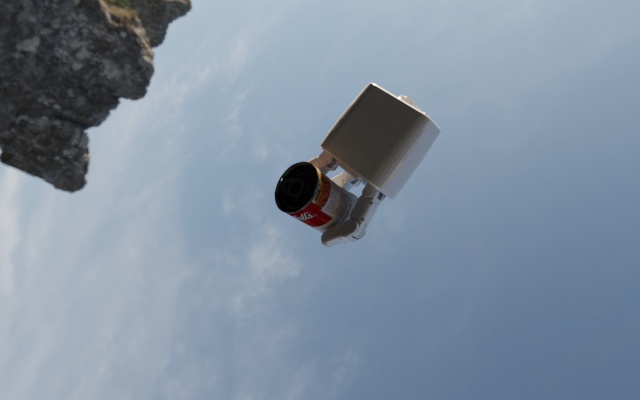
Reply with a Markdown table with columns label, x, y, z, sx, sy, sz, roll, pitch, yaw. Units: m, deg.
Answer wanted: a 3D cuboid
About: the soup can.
| label | x | y | z | sx | sy | sz | roll | pitch | yaw |
| --- | --- | --- | --- | --- | --- | --- | --- | --- | --- |
| soup can | 0.000 | 0.003 | 0.609 | 0.068 | 0.068 | 0.102 | 0 | -22 | 40 |
